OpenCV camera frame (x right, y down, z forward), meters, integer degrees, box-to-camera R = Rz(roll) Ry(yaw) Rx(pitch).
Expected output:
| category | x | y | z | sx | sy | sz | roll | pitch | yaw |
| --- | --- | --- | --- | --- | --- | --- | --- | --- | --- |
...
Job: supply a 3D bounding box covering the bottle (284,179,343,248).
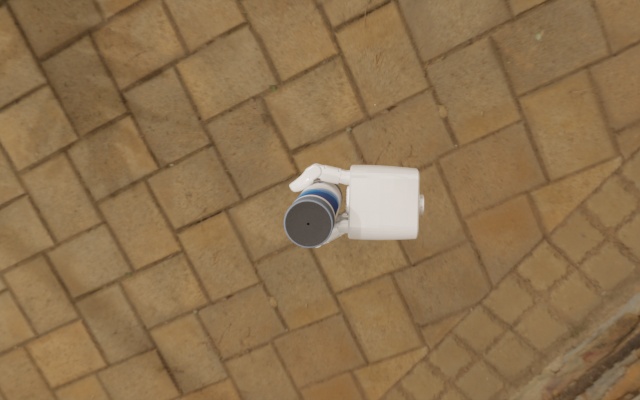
| category | x | y | z | sx | sy | sz | roll | pitch | yaw |
| --- | --- | --- | --- | --- | --- | --- | --- | --- | --- |
| bottle | 0.000 | 0.003 | 0.773 | 0.069 | 0.069 | 0.295 | 0 | 11 | 7 |
